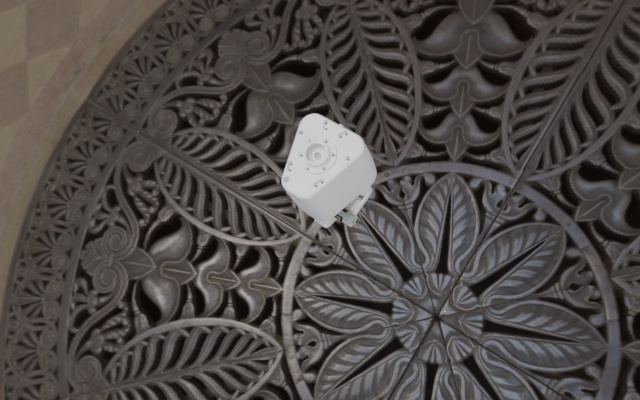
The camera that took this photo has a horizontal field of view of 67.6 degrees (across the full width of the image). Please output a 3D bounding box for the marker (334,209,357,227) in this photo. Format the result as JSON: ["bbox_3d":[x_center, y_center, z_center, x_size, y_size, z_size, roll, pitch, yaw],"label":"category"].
[{"bbox_3d":[0.000,0.002,0.724,0.121,0.020,0.020,30,11,20],"label":"marker"}]
